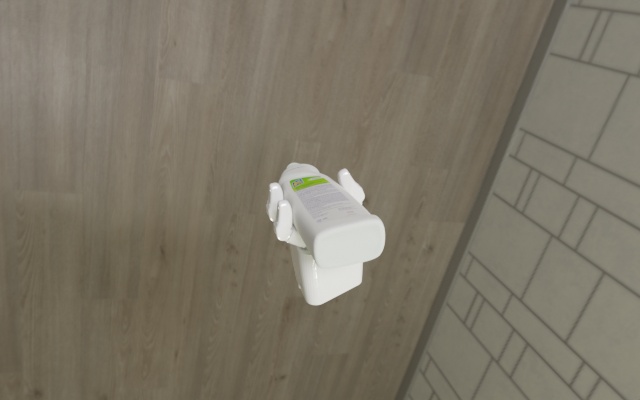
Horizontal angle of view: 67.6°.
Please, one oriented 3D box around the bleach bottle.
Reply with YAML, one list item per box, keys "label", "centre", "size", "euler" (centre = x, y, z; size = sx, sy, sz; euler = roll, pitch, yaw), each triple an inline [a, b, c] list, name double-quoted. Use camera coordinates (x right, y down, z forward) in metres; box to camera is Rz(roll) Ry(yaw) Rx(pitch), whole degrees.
- label: "bleach bottle"
  centre: [0.000, 0.002, 0.717]
  size: [0.102, 0.068, 0.250]
  euler: [-11, 30, -14]
